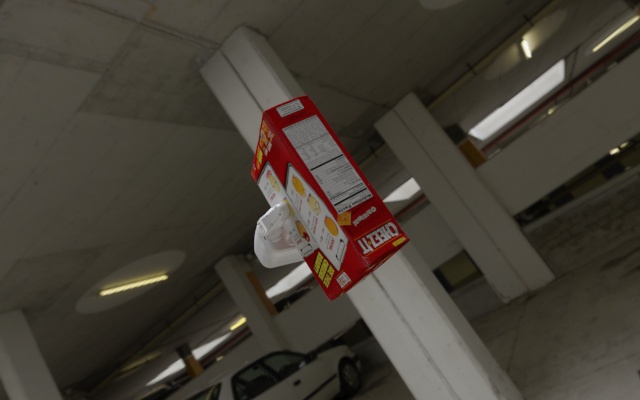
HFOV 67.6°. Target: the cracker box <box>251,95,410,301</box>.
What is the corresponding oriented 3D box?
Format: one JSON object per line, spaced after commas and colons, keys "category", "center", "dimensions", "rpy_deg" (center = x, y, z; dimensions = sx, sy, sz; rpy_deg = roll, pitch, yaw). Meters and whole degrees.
{"category": "cracker box", "center": [0.000, 0.002, 0.597], "dimensions": [0.072, 0.213, 0.164], "rpy_deg": [-28, -14, -23]}
